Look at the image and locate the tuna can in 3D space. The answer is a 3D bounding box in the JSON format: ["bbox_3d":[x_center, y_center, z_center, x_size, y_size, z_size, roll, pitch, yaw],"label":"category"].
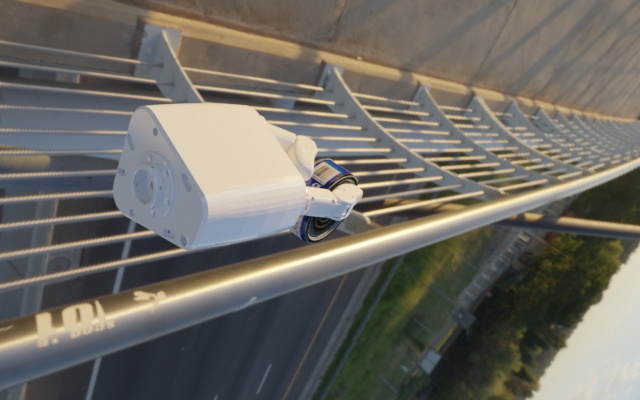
[{"bbox_3d":[0.001,0.002,0.491,0.033,0.086,0.086,35,16,24],"label":"tuna can"}]
